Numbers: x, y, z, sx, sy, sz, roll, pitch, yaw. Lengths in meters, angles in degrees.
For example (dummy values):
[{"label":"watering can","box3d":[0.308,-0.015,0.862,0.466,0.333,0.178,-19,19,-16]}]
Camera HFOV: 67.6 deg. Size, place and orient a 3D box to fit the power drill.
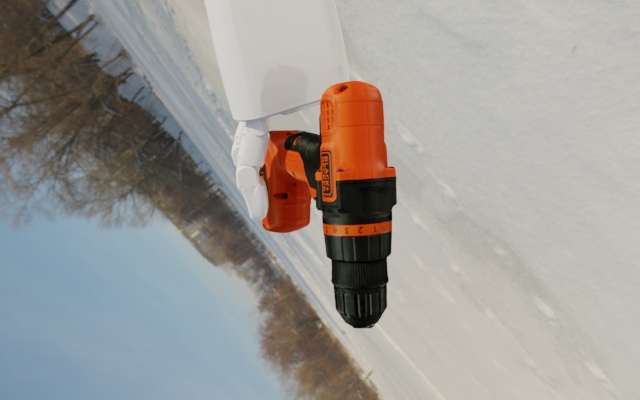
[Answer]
[{"label":"power drill","box3d":[0.000,0.001,0.420,0.057,0.184,0.187,-3,4,-26]}]
